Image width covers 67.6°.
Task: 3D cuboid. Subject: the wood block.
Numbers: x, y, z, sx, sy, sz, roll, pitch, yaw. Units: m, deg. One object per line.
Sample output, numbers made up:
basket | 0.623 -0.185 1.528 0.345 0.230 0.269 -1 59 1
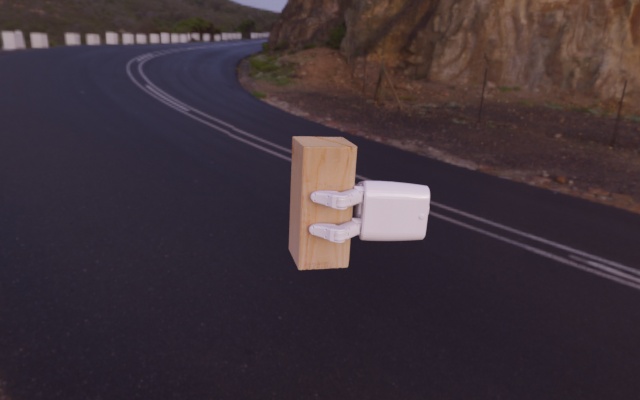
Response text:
wood block | 0.000 0.002 0.802 0.090 0.206 0.090 -1 18 -14
